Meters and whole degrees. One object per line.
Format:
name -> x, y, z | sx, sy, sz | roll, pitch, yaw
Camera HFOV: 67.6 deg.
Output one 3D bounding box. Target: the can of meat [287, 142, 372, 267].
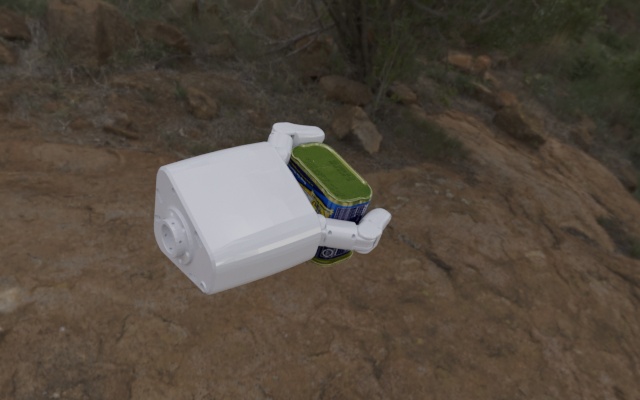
can of meat -> 0.000, 0.001, 0.490 | 0.057, 0.084, 0.102 | -15, 47, -36
